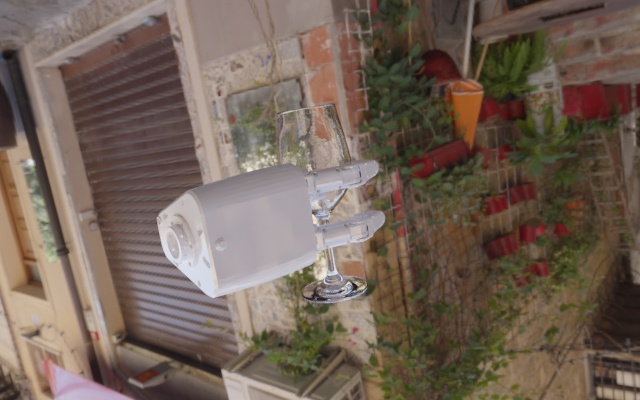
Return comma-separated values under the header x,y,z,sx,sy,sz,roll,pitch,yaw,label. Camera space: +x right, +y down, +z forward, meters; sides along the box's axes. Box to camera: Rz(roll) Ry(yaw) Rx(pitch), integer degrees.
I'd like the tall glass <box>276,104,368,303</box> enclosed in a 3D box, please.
x,y,z,sx,sy,sz,roll,pitch,yaw,label
0.000,0.002,0.510,0.079,0.201,0.079,-9,10,1,tall glass
